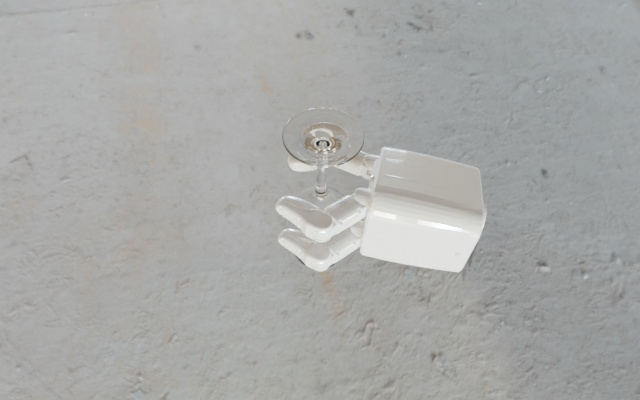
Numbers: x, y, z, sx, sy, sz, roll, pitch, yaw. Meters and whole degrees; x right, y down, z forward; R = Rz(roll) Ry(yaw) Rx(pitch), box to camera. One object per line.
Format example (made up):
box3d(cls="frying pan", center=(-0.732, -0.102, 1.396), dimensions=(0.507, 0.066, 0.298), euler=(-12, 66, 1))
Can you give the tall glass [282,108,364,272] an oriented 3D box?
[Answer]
box3d(cls="tall glass", center=(0.000, 0.001, 0.509), dimensions=(0.079, 0.079, 0.201), euler=(0, -37, -2))
